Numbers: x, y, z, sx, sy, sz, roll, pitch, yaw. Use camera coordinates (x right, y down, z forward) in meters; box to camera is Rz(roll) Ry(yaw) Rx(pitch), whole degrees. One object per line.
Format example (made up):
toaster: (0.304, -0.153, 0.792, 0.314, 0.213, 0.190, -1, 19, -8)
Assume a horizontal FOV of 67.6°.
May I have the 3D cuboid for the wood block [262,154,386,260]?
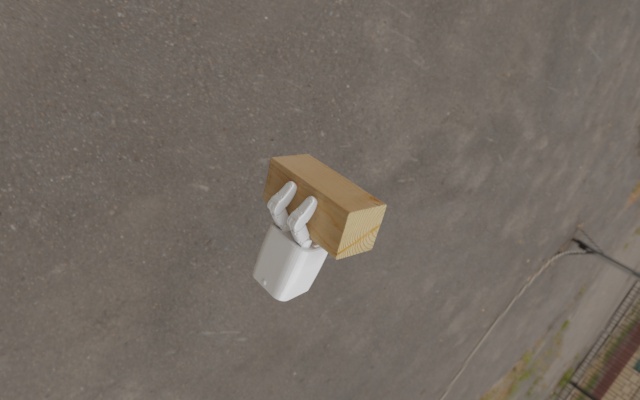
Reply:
wood block: (0.000, 0.003, 0.825, 0.091, 0.090, 0.206, -10, 35, -42)
